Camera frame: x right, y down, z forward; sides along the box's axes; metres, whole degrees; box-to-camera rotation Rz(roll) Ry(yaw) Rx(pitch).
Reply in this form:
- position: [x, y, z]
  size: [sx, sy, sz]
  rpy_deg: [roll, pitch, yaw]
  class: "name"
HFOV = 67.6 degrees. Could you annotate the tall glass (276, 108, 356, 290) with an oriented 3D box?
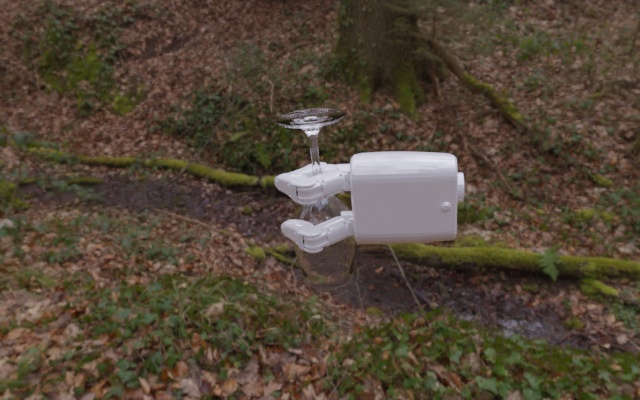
- position: [0.000, 0.001, 0.547]
  size: [0.079, 0.201, 0.079]
  rpy_deg: [-5, 24, 2]
  class: "tall glass"
